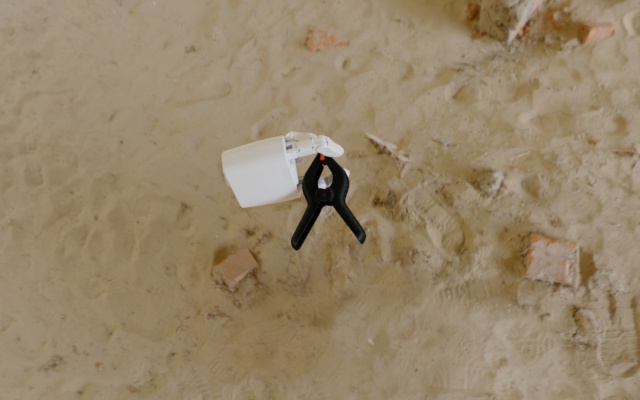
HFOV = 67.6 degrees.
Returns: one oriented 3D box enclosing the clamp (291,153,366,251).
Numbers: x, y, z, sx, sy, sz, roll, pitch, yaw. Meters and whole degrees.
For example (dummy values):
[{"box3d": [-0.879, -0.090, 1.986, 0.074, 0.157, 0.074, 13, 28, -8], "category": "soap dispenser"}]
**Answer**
[{"box3d": [0.000, 0.002, 0.780, 0.120, 0.171, 0.039, -13, -24, 3], "category": "clamp"}]
